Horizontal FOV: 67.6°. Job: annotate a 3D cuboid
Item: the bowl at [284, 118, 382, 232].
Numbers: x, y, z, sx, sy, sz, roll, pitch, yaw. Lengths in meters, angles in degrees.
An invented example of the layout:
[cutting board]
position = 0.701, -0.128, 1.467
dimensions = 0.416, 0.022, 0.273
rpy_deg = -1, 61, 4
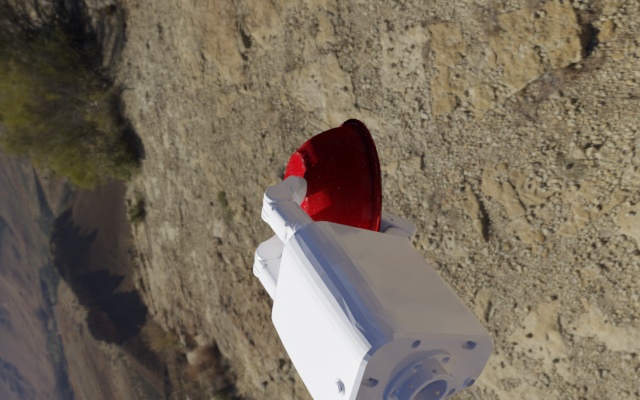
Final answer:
[bowl]
position = -0.001, 0.001, 0.453
dimensions = 0.055, 0.162, 0.162
rpy_deg = 2, -1, -18
